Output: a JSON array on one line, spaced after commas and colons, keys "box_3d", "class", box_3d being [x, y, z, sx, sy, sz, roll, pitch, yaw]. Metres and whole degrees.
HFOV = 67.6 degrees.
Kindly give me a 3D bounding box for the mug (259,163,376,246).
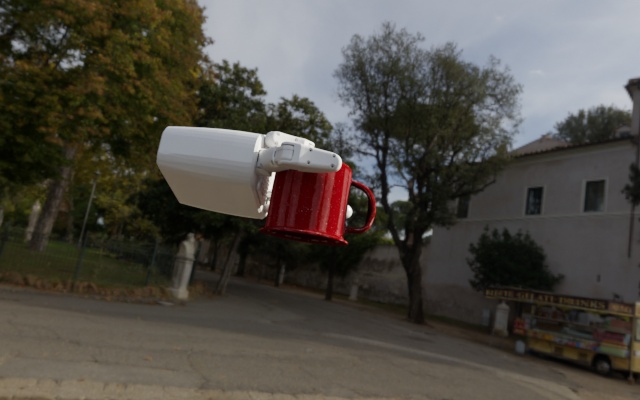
[{"box_3d": [0.002, 0.002, 0.503, 0.117, 0.081, 0.093, 8, -10, 6], "class": "mug"}]
